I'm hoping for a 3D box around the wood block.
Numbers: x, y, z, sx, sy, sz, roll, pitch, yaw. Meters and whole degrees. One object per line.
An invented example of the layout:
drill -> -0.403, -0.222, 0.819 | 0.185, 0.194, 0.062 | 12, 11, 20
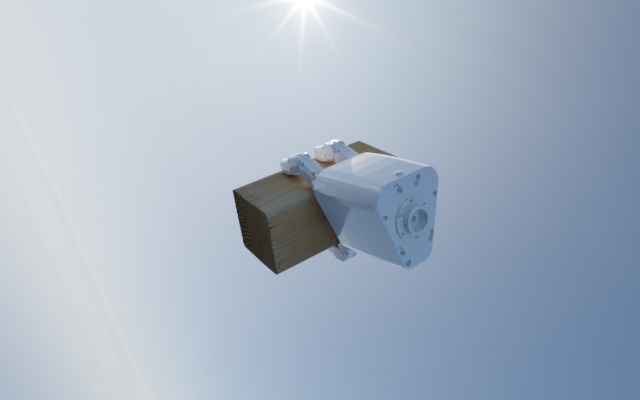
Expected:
wood block -> 0.000, 0.002, 0.638 | 0.206, 0.091, 0.090 | -24, 34, -28
